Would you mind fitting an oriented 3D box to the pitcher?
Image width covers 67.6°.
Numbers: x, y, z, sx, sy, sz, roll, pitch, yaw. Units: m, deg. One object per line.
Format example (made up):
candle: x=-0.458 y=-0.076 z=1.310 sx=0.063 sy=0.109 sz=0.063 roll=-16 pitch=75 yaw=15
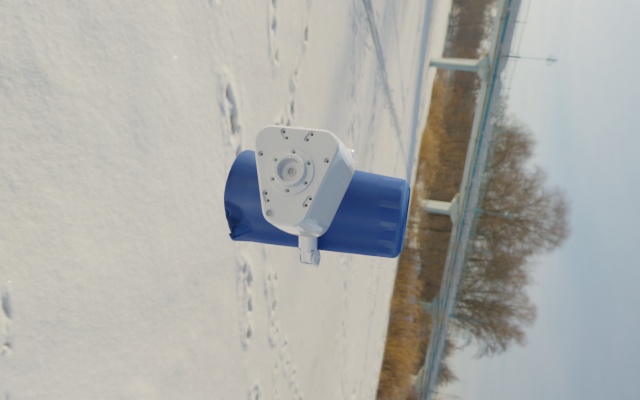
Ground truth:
pitcher: x=0.000 y=0.002 z=0.674 sx=0.243 sy=0.149 sz=0.145 roll=8 pitch=-8 yaw=12
